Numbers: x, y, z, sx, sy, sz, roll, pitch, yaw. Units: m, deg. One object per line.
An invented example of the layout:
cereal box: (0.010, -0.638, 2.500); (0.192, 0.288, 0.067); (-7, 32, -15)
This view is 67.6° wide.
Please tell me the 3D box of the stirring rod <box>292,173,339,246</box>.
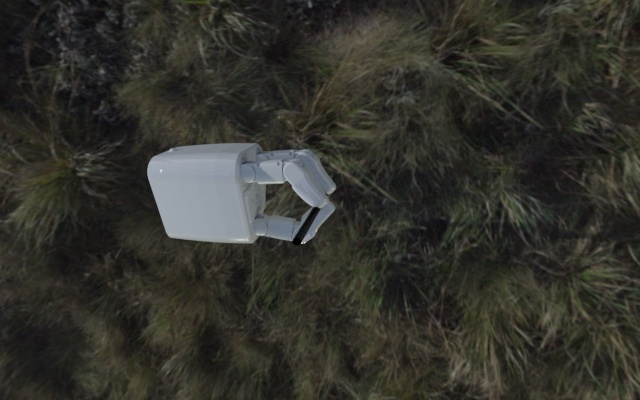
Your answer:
stirring rod: (0.000, 0.002, 0.534); (0.011, 0.011, 0.239); (0, 17, 10)
